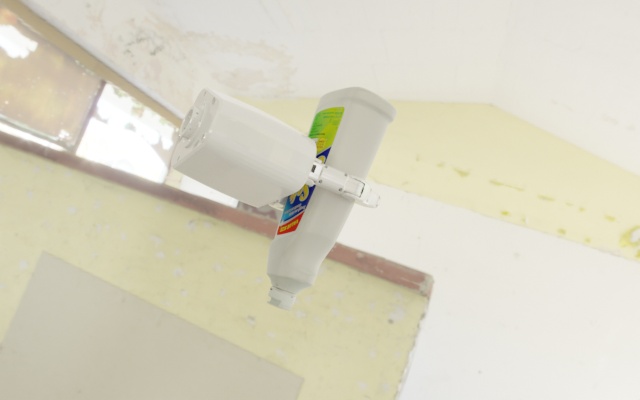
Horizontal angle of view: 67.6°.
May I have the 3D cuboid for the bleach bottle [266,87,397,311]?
[{"bbox_3d":[0.000,0.002,0.540,0.068,0.251,0.102,24,-8,-29],"label":"bleach bottle"}]
